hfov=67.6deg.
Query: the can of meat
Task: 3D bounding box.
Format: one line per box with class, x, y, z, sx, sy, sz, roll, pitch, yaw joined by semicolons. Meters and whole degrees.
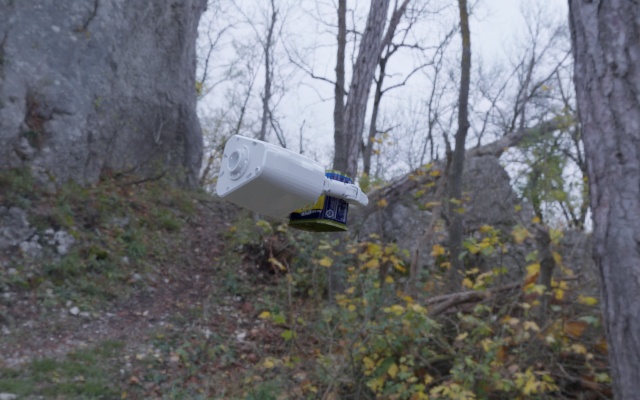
can of meat;0.000;0.002;0.745;0.057;0.084;0.102;19;-16;-38
